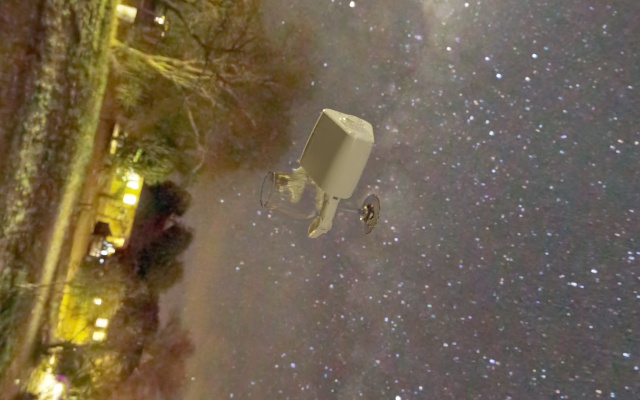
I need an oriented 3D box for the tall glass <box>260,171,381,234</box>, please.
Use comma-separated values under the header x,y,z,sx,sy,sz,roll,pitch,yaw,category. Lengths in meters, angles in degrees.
x,y,z,sx,sy,sz,roll,pitch,yaw,category
0.001,0.003,0.832,0.201,0.079,0.079,13,-5,-22,tall glass
